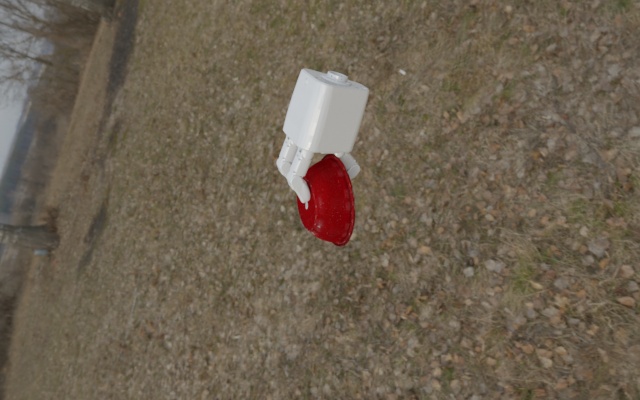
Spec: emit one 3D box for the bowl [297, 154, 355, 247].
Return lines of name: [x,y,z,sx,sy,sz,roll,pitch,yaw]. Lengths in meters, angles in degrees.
bowl: [0.000,0.004,0.817,0.055,0.162,0.162,-8,3,-21]
